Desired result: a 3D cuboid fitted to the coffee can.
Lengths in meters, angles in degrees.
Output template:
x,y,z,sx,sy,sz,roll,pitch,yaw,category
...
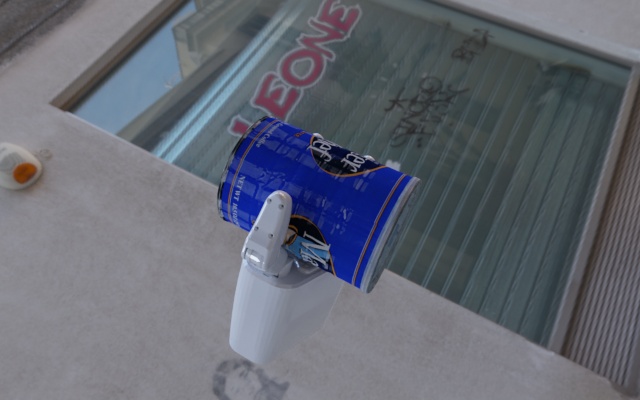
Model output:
x,y,z,sx,sy,sz,roll,pitch,yaw,category
0.000,0.001,0.406,0.140,0.103,0.103,25,6,14,coffee can
